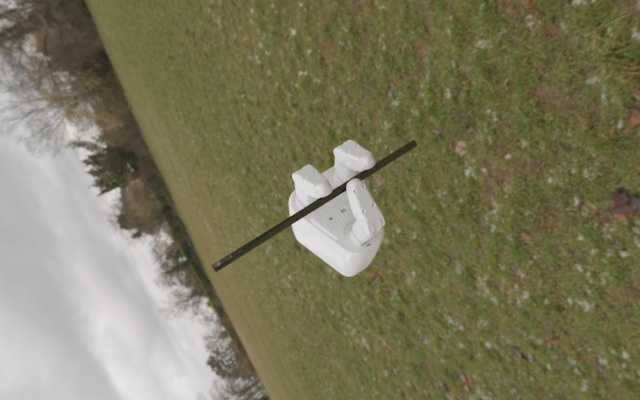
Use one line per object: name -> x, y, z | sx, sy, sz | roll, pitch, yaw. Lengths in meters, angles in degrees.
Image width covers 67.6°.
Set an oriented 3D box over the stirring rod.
stirring rod -> 0.000, 0.002, 0.471 | 0.239, 0.011, 0.011 | -32, 9, -14
